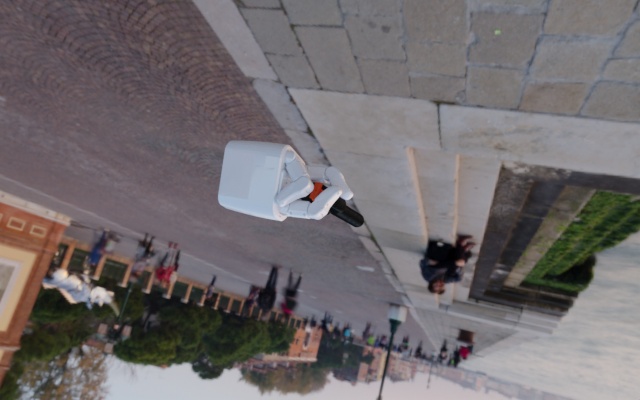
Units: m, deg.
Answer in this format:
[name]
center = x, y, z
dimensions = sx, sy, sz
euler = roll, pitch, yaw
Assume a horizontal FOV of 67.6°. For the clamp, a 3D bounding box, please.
[clamp]
center = 0.000, 0.003, 0.807
dimensions = 0.120, 0.039, 0.171
euler = 10, -15, 22
